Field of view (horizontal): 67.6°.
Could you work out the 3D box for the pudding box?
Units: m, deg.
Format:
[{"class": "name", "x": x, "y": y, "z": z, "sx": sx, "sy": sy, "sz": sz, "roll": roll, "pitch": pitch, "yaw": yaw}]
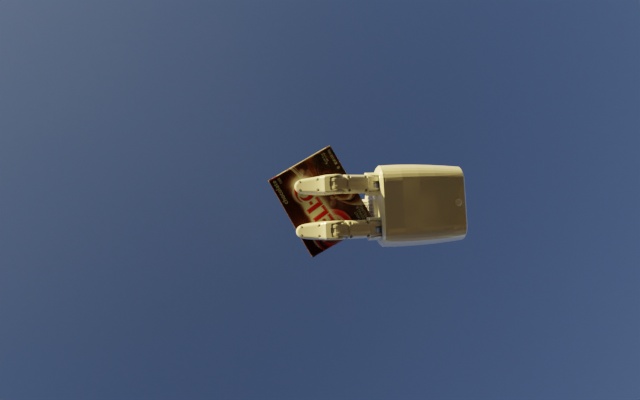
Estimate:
[{"class": "pudding box", "x": 0.000, "y": 0.002, "z": 0.604, "sx": 0.090, "sy": 0.113, "sz": 0.039, "roll": -30, "pitch": -2, "yaw": -5}]
